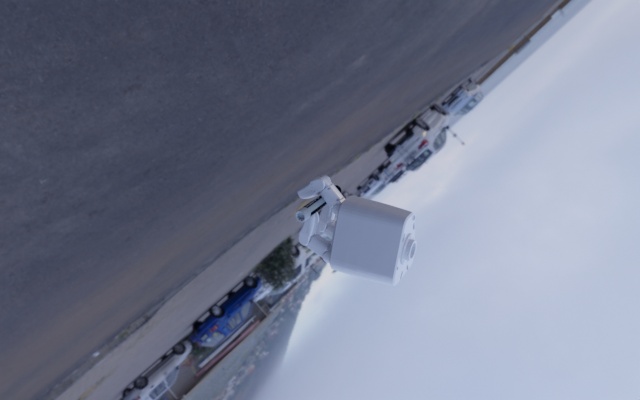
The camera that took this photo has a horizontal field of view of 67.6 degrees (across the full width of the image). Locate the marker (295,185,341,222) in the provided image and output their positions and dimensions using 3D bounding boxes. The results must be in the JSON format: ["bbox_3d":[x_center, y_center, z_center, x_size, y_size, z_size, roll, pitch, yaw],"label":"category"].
[{"bbox_3d":[0.000,0.002,0.747,0.020,0.020,0.121,0,20,32],"label":"marker"}]
